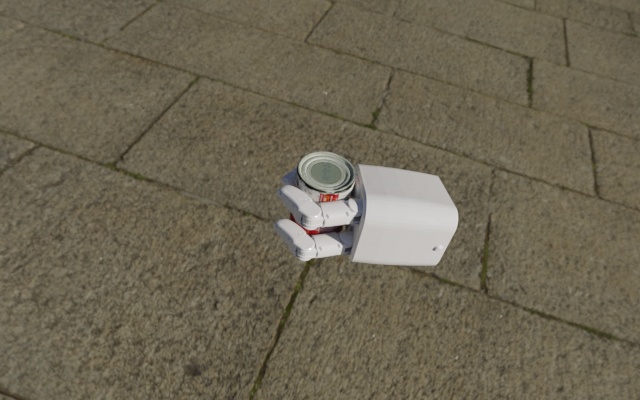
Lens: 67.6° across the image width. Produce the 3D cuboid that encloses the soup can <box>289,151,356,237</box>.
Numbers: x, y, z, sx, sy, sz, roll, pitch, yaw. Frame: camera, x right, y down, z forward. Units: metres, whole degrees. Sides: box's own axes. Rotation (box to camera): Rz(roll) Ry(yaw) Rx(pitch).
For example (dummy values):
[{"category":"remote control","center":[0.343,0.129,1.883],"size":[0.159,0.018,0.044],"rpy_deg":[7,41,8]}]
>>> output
[{"category":"soup can","center":[0.000,0.002,0.561],"size":[0.068,0.068,0.102],"rpy_deg":[0,-43,-11]}]
